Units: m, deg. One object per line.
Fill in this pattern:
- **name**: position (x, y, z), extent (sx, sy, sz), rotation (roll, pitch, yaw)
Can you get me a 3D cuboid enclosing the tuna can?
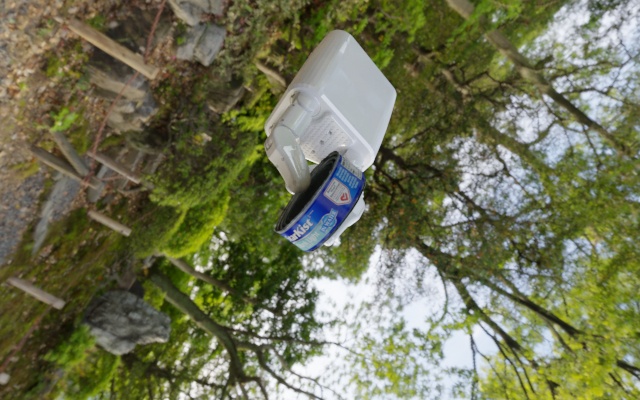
- **tuna can**: position (0.000, 0.002, 0.408), extent (0.034, 0.086, 0.086), rotation (37, -9, -12)
